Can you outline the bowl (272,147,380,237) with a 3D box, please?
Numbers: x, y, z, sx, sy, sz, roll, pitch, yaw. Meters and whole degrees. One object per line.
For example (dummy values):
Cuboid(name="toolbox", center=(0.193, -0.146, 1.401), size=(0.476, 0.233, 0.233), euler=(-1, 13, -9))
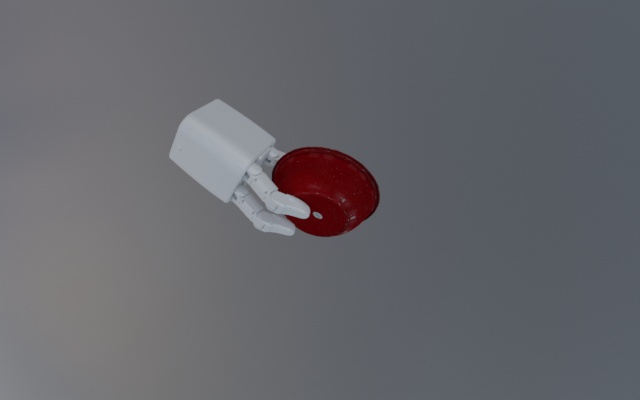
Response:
Cuboid(name="bowl", center=(0.001, 0.003, 0.677), size=(0.162, 0.055, 0.162), euler=(10, -42, 9))
